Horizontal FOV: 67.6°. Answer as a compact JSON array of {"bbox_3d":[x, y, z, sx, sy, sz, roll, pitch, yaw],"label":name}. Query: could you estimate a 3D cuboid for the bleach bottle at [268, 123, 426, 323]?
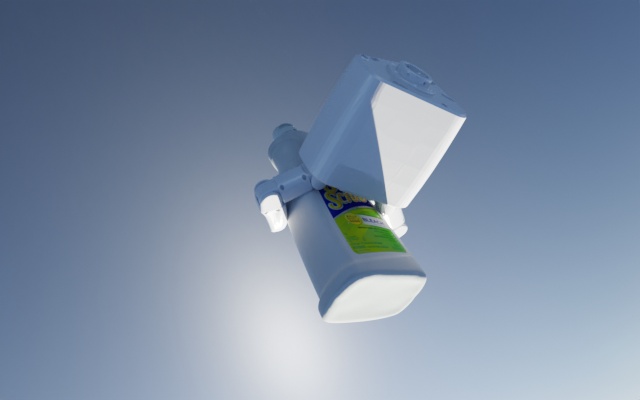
[{"bbox_3d":[0.000,0.002,0.484,0.102,0.068,0.250,6,38,-37],"label":"bleach bottle"}]
